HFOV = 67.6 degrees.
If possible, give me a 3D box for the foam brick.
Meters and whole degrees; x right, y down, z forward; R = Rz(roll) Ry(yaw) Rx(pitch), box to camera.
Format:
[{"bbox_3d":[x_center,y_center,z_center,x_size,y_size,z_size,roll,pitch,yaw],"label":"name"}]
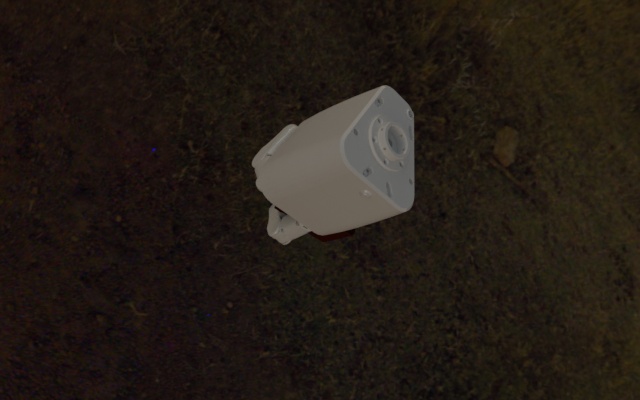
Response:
[{"bbox_3d":[0.000,0.002,0.514,0.078,0.053,0.051,37,-36,-30],"label":"foam brick"}]
